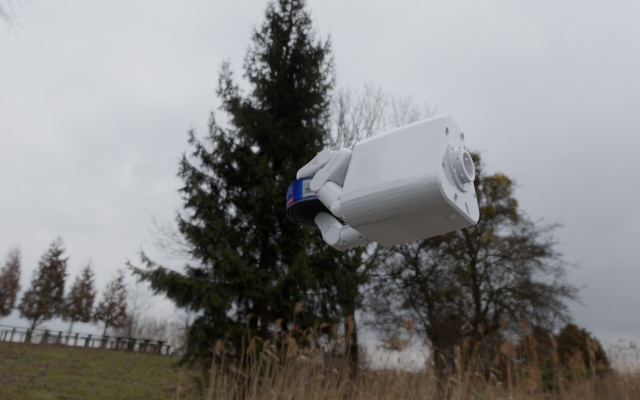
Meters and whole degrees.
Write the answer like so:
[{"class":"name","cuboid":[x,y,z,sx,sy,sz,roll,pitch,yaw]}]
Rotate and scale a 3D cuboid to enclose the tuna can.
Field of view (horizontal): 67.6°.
[{"class":"tuna can","cuboid":[0.000,0.001,0.591,0.086,0.033,0.086,-1,-26,0]}]
